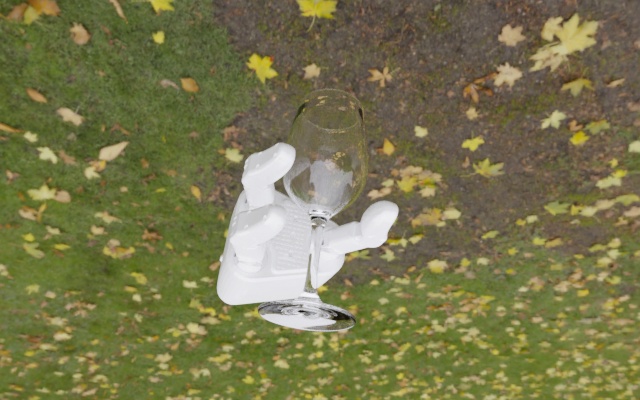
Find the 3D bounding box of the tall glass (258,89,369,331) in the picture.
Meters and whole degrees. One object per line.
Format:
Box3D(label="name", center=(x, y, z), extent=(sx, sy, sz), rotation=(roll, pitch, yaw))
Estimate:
Box3D(label="tall glass", center=(0.000, 0.002, 0.404), extent=(0.079, 0.201, 0.079), rotation=(5, -28, 3))
